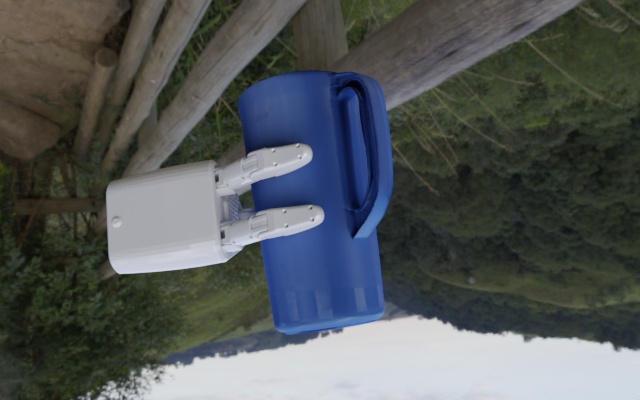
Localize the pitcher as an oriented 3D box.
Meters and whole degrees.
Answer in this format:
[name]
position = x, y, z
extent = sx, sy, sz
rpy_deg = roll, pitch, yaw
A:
[pitcher]
position = 0.000, 0.002, 0.475
extent = 0.145, 0.242, 0.149
rpy_deg = -9, -12, 2
